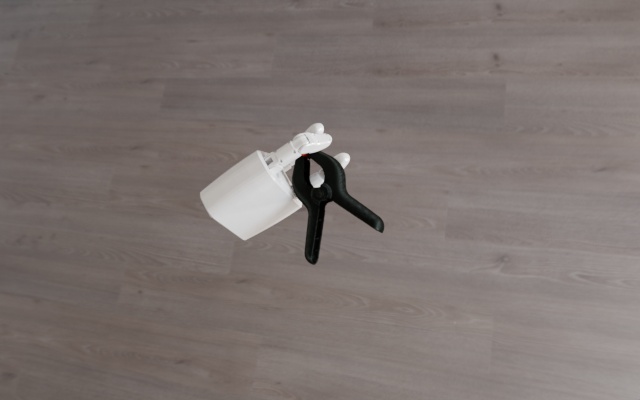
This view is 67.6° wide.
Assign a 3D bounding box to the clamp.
[{"bbox_3d":[0.000,0.002,0.675,0.120,0.171,0.039,-34,-20,8],"label":"clamp"}]
